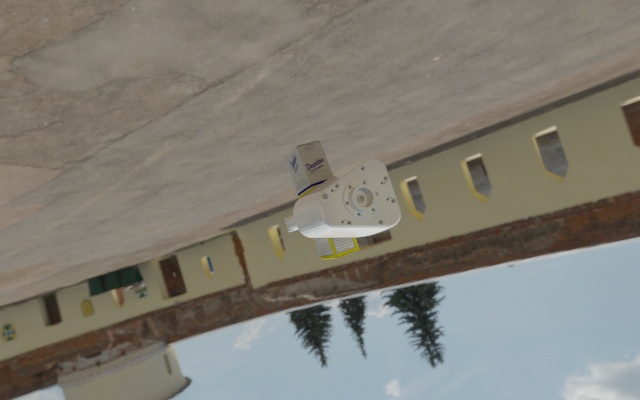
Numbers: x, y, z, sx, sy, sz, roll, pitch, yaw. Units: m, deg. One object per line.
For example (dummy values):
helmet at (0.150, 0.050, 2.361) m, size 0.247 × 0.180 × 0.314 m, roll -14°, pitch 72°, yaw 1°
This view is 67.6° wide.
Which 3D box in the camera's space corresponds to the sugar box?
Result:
sugar box at (0.001, 0.002, 0.744) m, size 0.048 × 0.176 × 0.093 m, roll -16°, pitch -3°, yaw -18°
